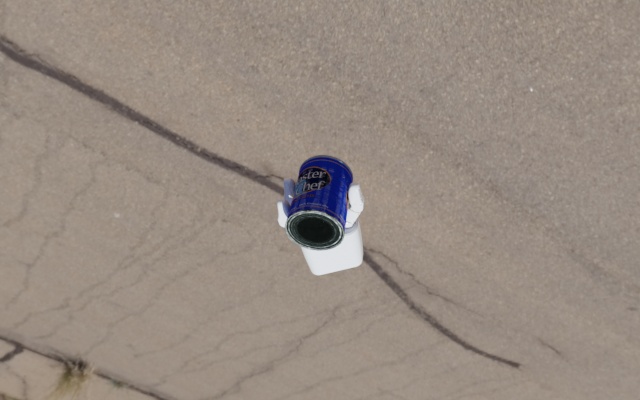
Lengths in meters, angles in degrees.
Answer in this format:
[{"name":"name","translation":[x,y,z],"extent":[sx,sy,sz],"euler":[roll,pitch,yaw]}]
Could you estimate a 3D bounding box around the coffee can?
[{"name":"coffee can","translation":[0.000,0.003,0.847],"extent":[0.103,0.140,0.103],"euler":[6,-44,6]}]
